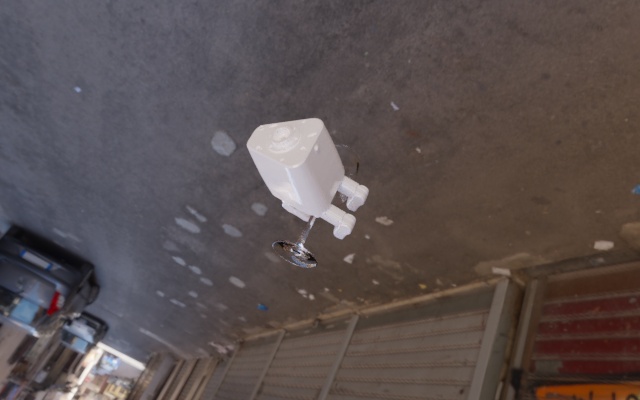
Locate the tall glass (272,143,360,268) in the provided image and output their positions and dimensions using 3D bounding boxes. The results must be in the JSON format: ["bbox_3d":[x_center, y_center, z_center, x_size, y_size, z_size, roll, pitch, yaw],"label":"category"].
[{"bbox_3d":[0.000,0.003,0.760,0.079,0.201,0.079,20,-29,12],"label":"tall glass"}]
